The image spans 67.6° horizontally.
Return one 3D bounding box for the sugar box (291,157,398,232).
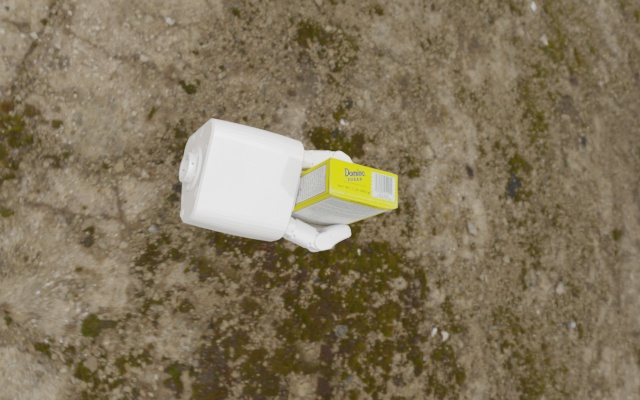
[{"bbox_3d":[0.000,0.001,0.568,0.093,0.048,0.176,13,-18,-31],"label":"sugar box"}]
